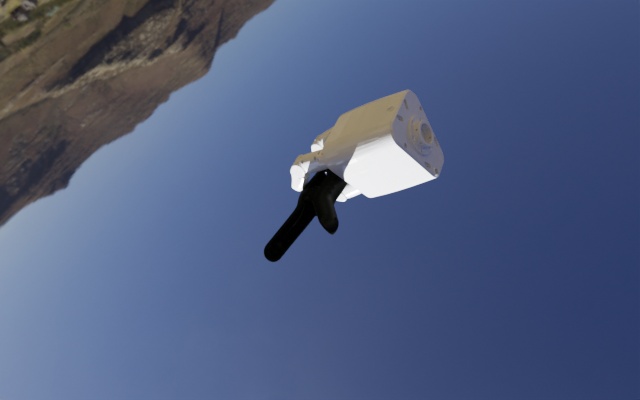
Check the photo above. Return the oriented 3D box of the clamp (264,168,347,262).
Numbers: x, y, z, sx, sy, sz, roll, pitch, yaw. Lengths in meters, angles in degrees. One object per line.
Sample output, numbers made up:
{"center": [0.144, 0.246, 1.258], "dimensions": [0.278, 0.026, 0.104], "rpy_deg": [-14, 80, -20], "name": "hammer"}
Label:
{"center": [0.000, 0.002, 0.615], "dimensions": [0.120, 0.171, 0.039], "rpy_deg": [-16, -55, 43], "name": "clamp"}
